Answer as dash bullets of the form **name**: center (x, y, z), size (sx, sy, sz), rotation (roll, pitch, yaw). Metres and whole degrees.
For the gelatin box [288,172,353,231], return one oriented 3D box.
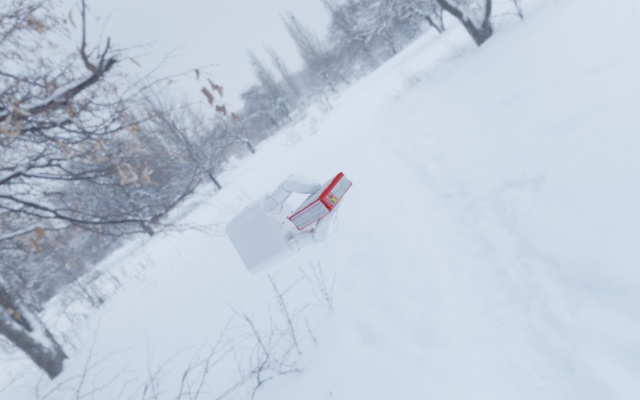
- **gelatin box**: center (0.000, 0.002, 0.736), size (0.089, 0.030, 0.073), rotation (-34, 11, 47)
